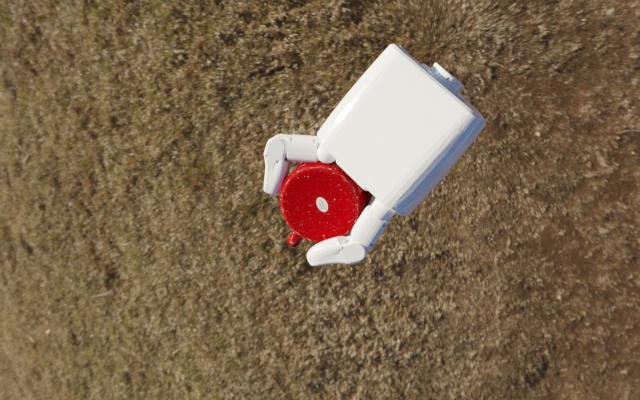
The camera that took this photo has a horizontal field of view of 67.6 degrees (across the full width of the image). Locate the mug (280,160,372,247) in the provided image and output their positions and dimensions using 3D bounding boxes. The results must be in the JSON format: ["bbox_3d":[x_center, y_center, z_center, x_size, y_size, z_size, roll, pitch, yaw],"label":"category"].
[{"bbox_3d":[-0.001,0.003,0.496,0.093,0.117,0.081,38,22,-1],"label":"mug"}]
